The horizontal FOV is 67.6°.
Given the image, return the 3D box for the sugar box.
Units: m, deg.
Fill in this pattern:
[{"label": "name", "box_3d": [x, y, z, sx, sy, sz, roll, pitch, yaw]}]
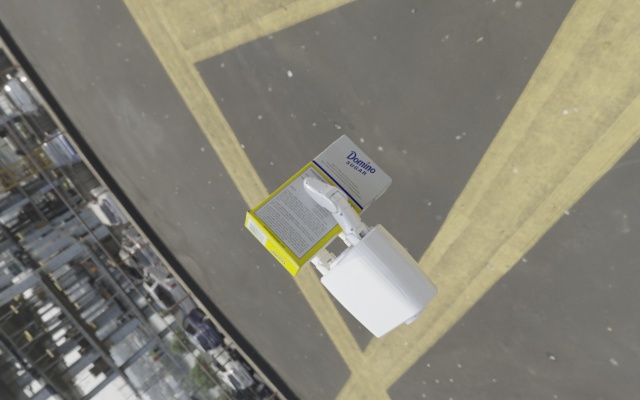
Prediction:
[{"label": "sugar box", "box_3d": [0.000, 0.002, 0.607, 0.176, 0.093, 0.048, -40, -10, -27]}]
